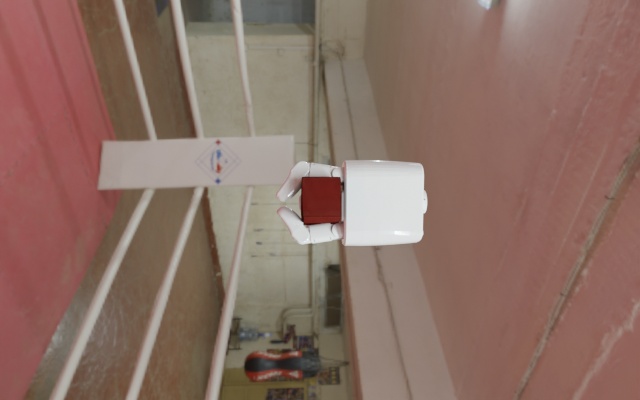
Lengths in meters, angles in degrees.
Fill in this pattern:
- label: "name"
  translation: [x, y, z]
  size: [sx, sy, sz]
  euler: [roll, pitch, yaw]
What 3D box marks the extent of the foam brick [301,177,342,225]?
- label: "foam brick"
  translation: [0.000, 0.002, 0.632]
  size: [0.051, 0.053, 0.078]
  euler: [0, -11, -1]
